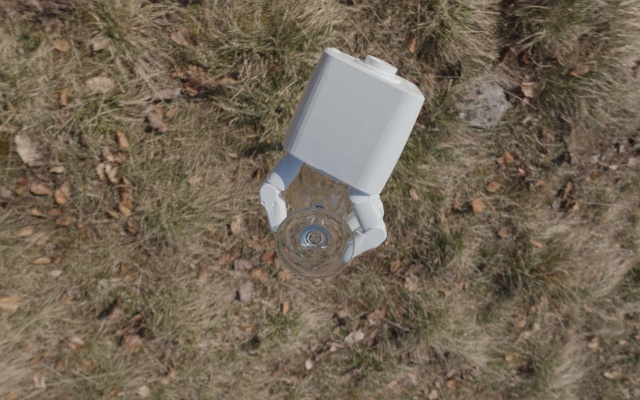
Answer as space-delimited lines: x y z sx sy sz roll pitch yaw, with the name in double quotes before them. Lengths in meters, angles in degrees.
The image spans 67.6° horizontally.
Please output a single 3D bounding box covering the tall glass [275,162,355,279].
"tall glass" 0.000 0.002 0.529 0.079 0.079 0.201 0 23 3
